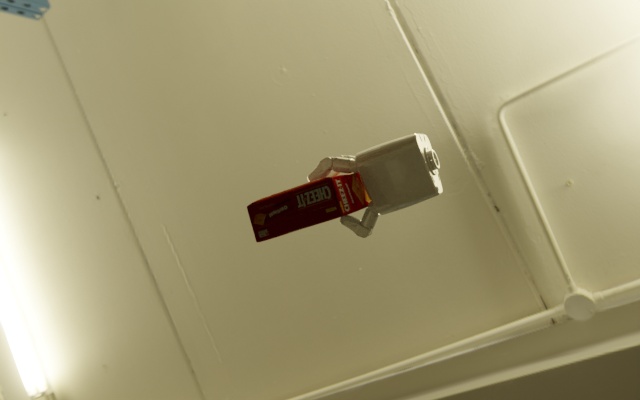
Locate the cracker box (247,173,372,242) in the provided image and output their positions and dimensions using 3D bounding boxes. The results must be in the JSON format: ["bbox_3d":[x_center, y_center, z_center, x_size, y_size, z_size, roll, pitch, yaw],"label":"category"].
[{"bbox_3d":[0.000,0.003,0.832,0.164,0.072,0.213,-19,-2,26],"label":"cracker box"}]
